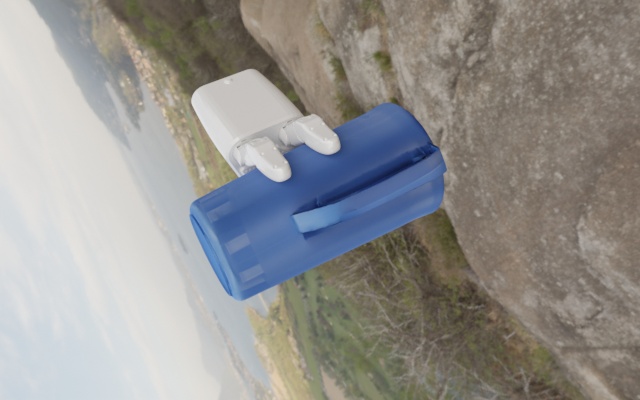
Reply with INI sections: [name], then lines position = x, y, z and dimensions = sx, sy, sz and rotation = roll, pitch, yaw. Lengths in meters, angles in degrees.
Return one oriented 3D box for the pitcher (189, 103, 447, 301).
[pitcher]
position = 0.000, 0.002, 0.486
dimensions = 0.243, 0.145, 0.149
rotation = -27, -34, -19
